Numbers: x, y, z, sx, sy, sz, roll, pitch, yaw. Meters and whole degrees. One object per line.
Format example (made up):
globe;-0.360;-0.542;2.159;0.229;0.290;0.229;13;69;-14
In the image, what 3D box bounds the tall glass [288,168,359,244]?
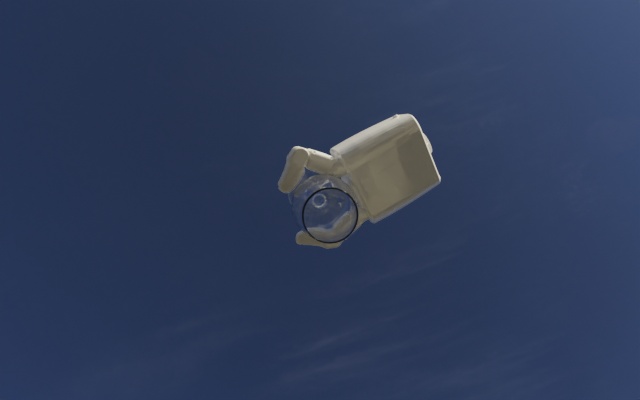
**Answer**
tall glass;0.000;0.002;0.610;0.079;0.079;0.201;0;9;-6
